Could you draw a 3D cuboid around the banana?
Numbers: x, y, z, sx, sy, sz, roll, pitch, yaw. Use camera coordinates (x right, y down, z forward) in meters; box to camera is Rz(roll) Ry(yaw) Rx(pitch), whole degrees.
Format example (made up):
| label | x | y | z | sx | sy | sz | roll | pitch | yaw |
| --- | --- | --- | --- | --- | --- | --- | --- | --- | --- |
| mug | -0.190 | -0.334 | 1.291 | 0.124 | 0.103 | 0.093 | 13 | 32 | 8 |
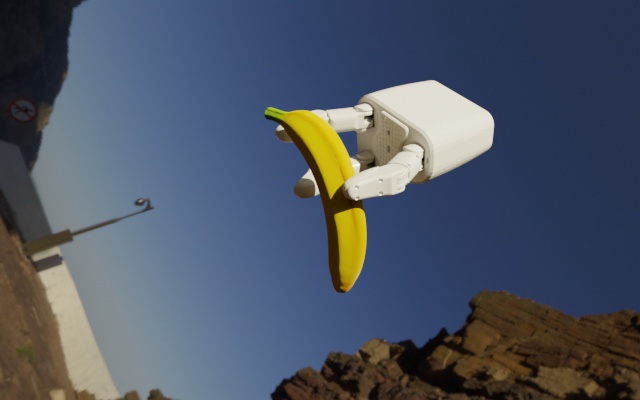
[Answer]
| label | x | y | z | sx | sy | sz | roll | pitch | yaw |
| --- | --- | --- | --- | --- | --- | --- | --- | --- | --- |
| banana | 0.009 | -0.004 | 0.452 | 0.037 | 0.198 | 0.069 | -25 | 8 | -34 |
